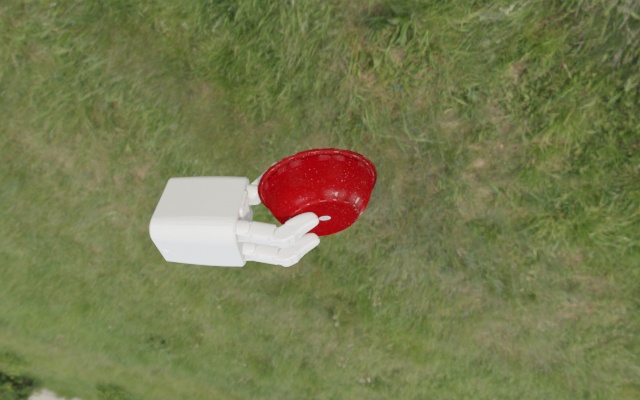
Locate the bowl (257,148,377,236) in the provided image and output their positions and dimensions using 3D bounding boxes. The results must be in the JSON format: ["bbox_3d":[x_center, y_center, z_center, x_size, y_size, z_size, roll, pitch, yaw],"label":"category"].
[{"bbox_3d":[0.001,0.002,0.625,0.162,0.055,0.162,-7,-32,-5],"label":"bowl"}]
